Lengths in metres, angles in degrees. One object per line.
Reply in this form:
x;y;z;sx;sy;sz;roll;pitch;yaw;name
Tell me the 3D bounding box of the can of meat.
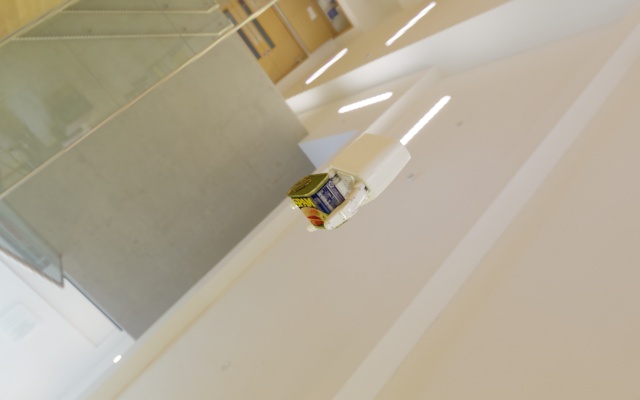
0.000;0.003;0.836;0.057;0.084;0.102;-46;20;-22;can of meat
